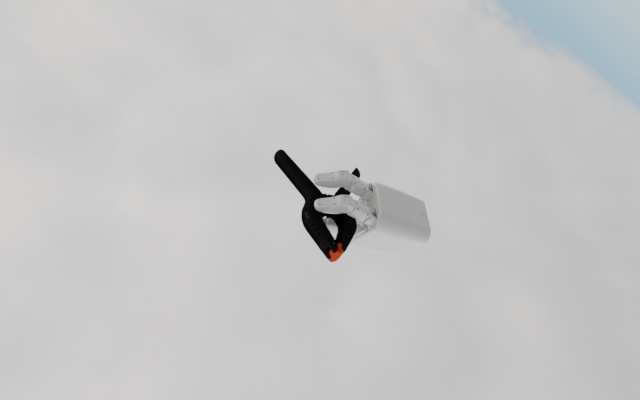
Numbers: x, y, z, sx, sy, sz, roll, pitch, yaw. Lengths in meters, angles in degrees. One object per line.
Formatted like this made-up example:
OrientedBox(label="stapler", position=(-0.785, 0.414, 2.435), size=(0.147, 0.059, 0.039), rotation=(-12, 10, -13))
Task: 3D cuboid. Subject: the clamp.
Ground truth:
OrientedBox(label="clamp", position=(0.000, 0.004, 0.778), size=(0.164, 0.209, 0.036), rotation=(16, -45, -20))
